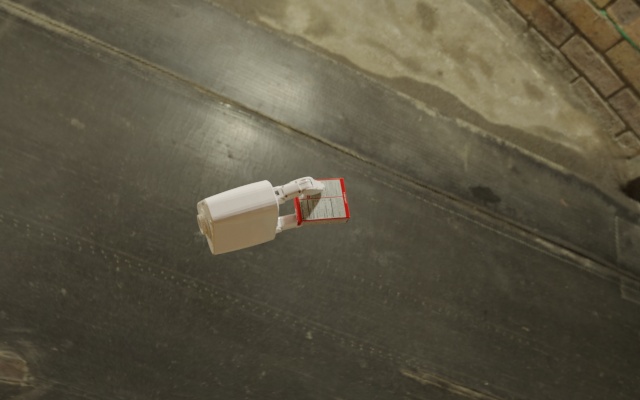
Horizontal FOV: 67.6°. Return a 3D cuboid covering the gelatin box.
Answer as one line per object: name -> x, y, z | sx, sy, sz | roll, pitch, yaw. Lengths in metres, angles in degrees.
gelatin box -> 0.001, 0.002, 0.811 | 0.089, 0.073, 0.030 | -4, -20, -14
